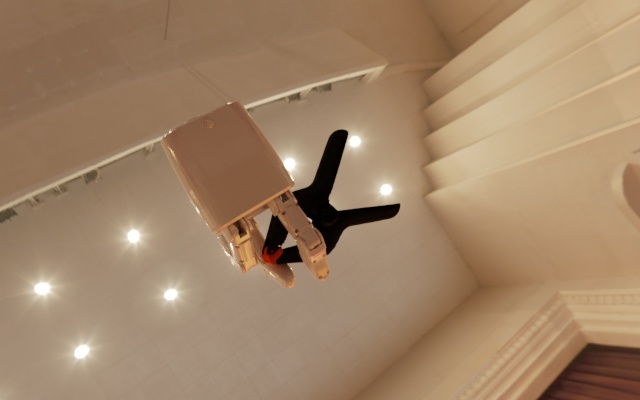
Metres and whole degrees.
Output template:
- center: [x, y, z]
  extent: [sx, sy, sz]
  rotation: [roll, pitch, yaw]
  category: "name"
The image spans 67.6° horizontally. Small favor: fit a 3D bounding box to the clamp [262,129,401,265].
- center: [0.000, 0.002, 0.527]
  extent: [0.171, 0.120, 0.039]
  rotation: [-32, 1, -24]
  category: "clamp"
